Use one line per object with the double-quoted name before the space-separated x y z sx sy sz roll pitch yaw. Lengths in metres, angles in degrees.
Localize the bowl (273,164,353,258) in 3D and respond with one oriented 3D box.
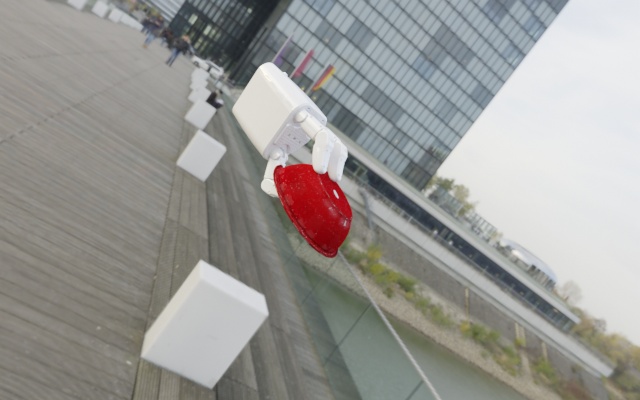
"bowl" 0.001 0.003 0.708 0.055 0.162 0.162 -32 -10 16
